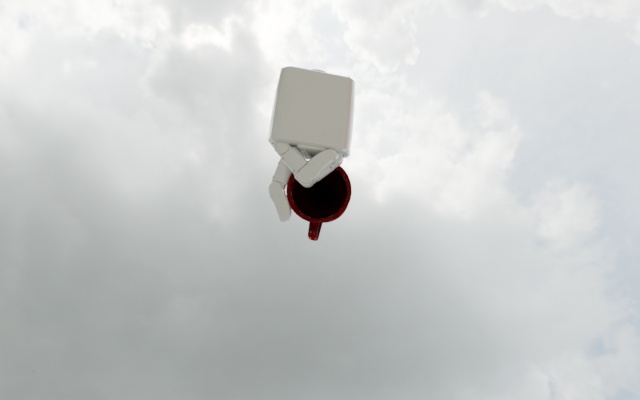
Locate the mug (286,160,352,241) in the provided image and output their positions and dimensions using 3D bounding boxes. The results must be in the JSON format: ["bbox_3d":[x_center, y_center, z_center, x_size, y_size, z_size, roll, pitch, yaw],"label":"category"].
[{"bbox_3d":[0.000,0.004,0.714,0.093,0.117,0.081,7,-6,7],"label":"mug"}]
